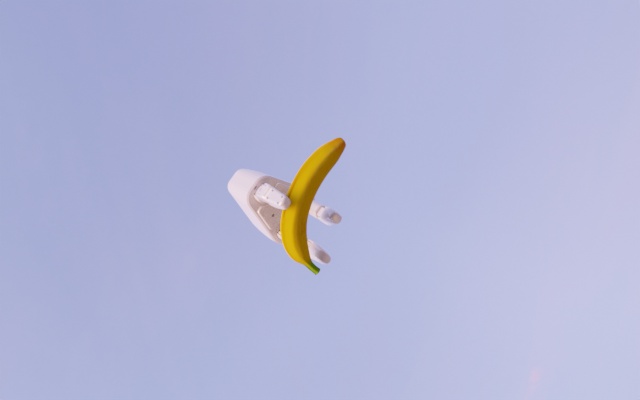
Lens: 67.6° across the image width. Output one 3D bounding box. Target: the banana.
[{"bbox_3d":[-0.017,0.003,0.671,0.069,0.198,0.037,10,5,-26],"label":"banana"}]
